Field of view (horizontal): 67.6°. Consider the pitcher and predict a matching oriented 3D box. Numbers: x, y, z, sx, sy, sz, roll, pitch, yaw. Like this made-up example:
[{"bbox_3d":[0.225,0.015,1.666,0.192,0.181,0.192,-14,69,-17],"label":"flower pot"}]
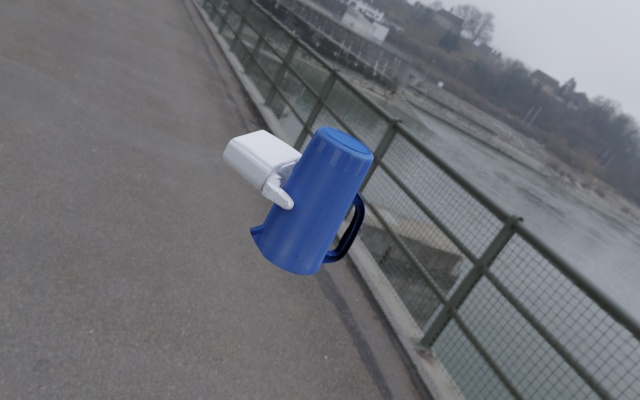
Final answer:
[{"bbox_3d":[0.000,0.003,0.840,0.145,0.243,0.149,36,21,20],"label":"pitcher"}]
